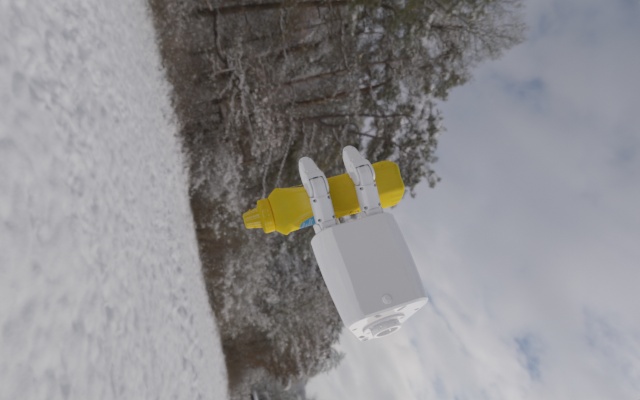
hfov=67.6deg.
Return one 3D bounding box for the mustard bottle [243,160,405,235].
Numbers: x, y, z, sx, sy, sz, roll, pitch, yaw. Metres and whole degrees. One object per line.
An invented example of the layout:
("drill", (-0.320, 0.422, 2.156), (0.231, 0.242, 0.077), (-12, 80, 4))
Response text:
("mustard bottle", (0.000, 0.002, 0.589), (0.191, 0.058, 0.096), (-15, -4, -12))
